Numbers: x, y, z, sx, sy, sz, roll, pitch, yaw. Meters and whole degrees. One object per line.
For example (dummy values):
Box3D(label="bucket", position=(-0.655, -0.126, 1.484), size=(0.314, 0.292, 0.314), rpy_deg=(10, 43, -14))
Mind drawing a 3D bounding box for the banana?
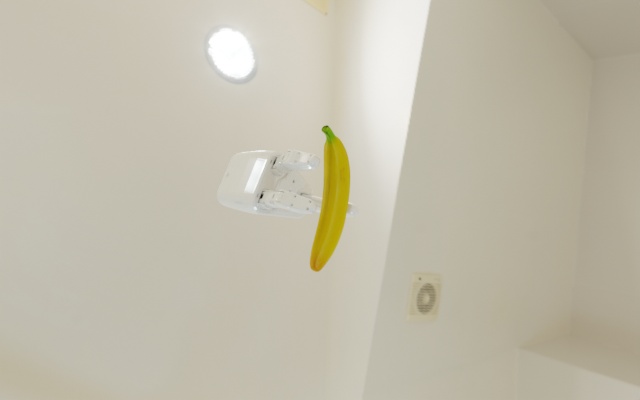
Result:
Box3D(label="banana", position=(0.012, -0.002, 0.664), size=(0.037, 0.198, 0.069), rpy_deg=(8, 8, 40))
